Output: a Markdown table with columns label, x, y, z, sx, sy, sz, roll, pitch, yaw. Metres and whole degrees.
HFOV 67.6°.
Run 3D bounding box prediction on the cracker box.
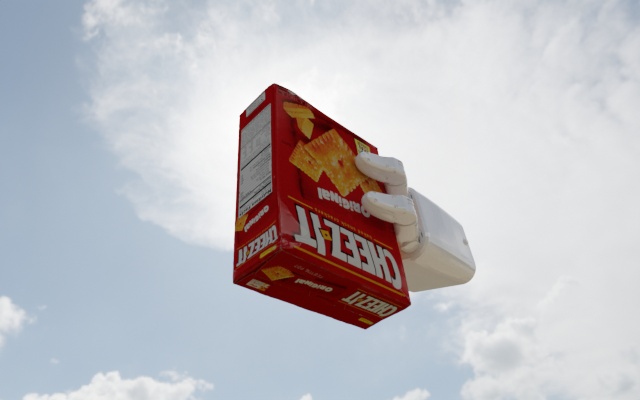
| label | x | y | z | sx | sy | sz | roll | pitch | yaw |
| --- | --- | --- | --- | --- | --- | --- | --- | --- | --- |
| cracker box | 0.000 | 0.002 | 0.484 | 0.164 | 0.213 | 0.072 | 27 | -50 | -34 |
